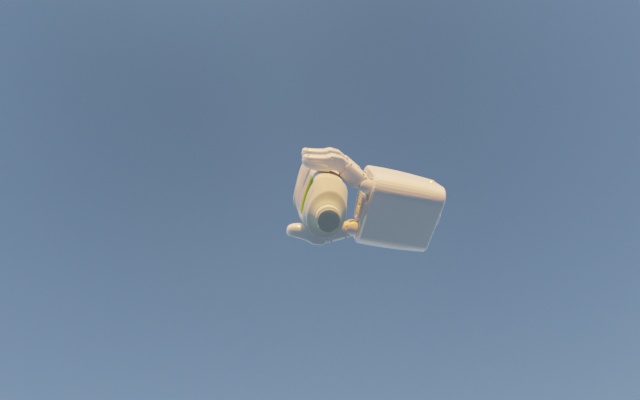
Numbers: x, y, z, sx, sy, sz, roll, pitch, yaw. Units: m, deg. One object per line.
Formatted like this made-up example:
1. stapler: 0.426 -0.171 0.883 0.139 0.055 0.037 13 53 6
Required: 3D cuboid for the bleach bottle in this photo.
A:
1. bleach bottle: 0.000 0.002 0.690 0.068 0.102 0.250 11 13 -6
